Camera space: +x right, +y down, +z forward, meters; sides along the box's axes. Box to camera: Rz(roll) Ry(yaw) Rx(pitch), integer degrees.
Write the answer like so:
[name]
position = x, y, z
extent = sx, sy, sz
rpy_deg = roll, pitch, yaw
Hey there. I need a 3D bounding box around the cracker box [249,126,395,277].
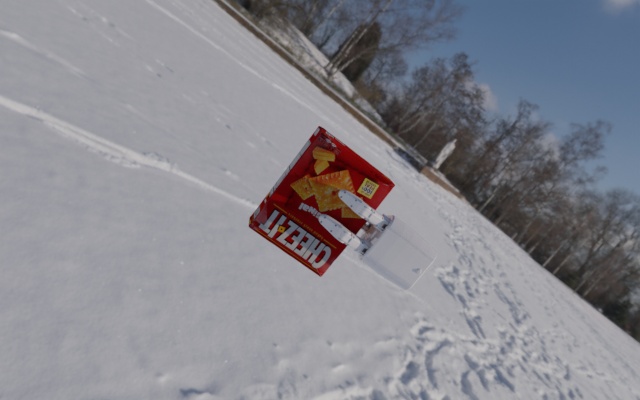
[cracker box]
position = 0.000, 0.003, 0.846
extent = 0.164, 0.214, 0.072
rpy_deg = 36, 9, -11
